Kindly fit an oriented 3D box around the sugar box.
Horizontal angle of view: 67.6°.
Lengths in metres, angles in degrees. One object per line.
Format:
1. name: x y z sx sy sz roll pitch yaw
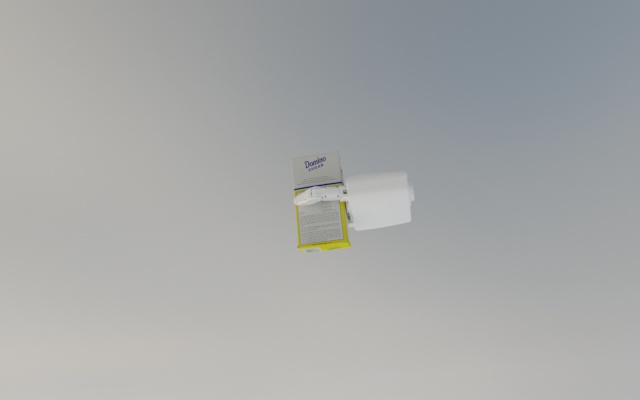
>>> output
1. sugar box: 0.000 0.003 0.880 0.093 0.176 0.048 -8 -21 9
